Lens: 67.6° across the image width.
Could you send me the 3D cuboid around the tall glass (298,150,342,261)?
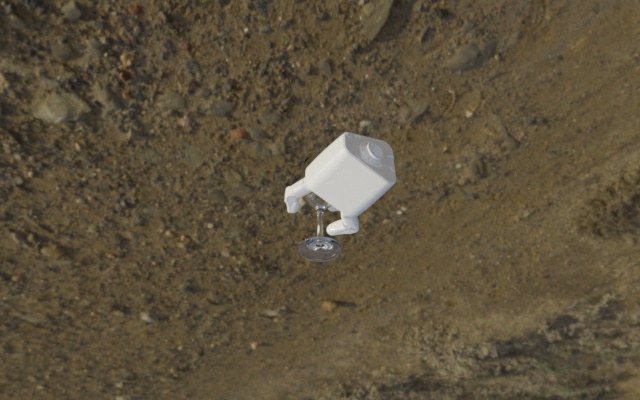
[{"bbox_3d":[0.000,0.003,0.847,0.079,0.200,0.079,0,-38,0],"label":"tall glass"}]
